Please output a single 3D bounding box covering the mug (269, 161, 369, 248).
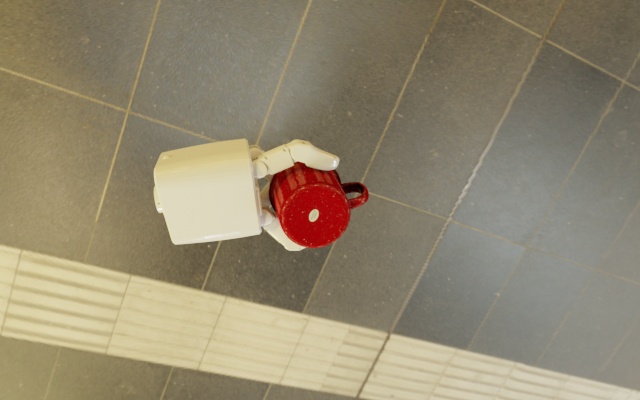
[{"bbox_3d":[0.002,0.002,0.565,0.117,0.093,0.081,-9,24,-7],"label":"mug"}]
